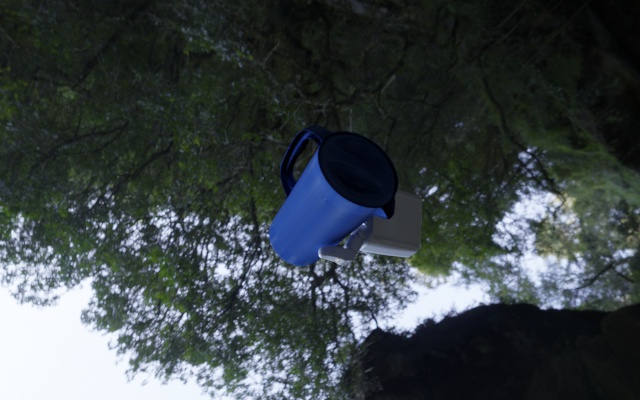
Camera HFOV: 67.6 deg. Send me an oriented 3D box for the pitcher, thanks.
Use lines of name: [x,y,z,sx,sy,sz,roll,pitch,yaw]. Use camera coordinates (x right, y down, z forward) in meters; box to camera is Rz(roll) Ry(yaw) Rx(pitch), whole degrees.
pitcher: [0.000,0.003,0.772,0.145,0.149,0.243,12,-36,-23]
